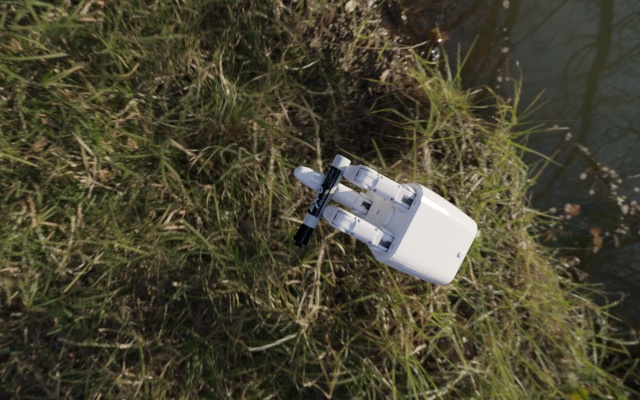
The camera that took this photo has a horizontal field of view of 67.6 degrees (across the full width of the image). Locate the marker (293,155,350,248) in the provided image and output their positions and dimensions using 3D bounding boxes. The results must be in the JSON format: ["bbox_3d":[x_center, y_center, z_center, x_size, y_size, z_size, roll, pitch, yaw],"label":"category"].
[{"bbox_3d":[0.000,0.002,0.579,0.020,0.121,0.020,27,2,-1],"label":"marker"}]
